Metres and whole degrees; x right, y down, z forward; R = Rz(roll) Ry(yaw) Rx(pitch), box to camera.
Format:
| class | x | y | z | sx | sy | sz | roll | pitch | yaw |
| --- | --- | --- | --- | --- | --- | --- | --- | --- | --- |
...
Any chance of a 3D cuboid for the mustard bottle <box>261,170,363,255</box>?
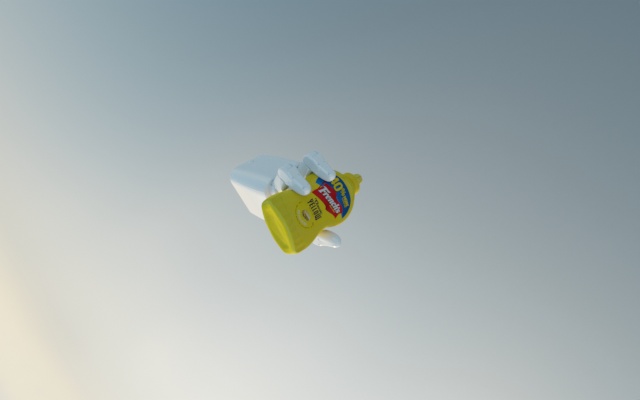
| class | x | y | z | sx | sy | sz | roll | pitch | yaw |
| --- | --- | --- | --- | --- | --- | --- | --- | --- | --- |
| mustard bottle | 0.000 | 0.003 | 0.778 | 0.191 | 0.096 | 0.058 | -32 | 11 | -35 |
